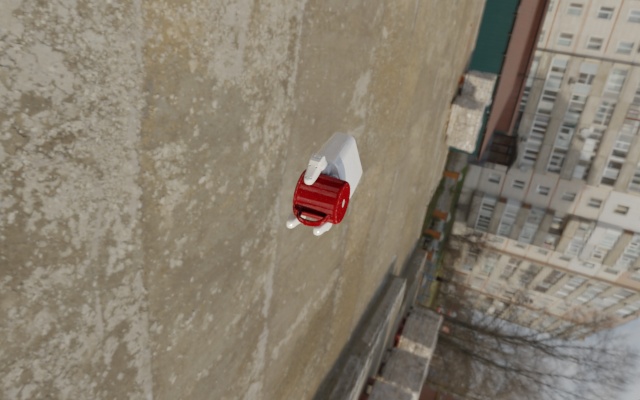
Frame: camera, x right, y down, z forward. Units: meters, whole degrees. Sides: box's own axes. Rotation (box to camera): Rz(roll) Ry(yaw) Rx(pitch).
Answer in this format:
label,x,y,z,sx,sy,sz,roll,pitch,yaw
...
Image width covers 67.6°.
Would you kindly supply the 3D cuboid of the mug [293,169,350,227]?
label,x,y,z,sx,sy,sz,roll,pitch,yaw
mug,0.000,0.004,0.862,0.081,0.093,0.117,15,44,17
